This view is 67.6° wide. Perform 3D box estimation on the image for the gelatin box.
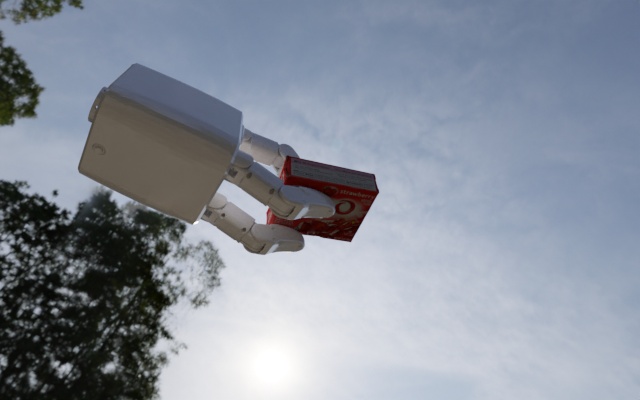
[{"bbox_3d":[0.000,0.001,0.451,0.089,0.030,0.073,10,-47,-15],"label":"gelatin box"}]
